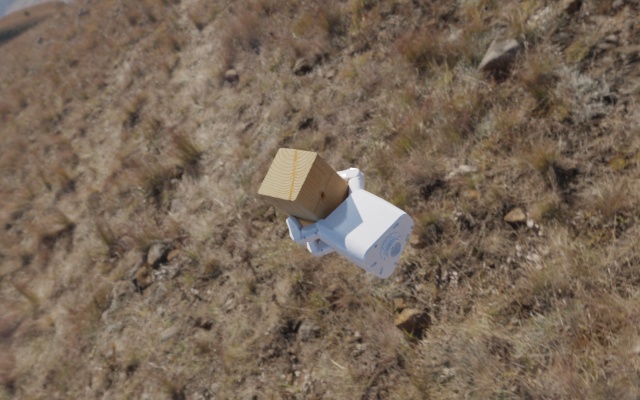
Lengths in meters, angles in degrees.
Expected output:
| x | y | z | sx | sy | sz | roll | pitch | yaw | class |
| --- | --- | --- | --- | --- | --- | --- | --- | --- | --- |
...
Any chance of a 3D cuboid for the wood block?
| x | y | z | sx | sy | sz | roll | pitch | yaw | class |
| --- | --- | --- | --- | --- | --- | --- | --- | --- | --- |
| 0.000 | 0.002 | 0.843 | 0.090 | 0.090 | 0.206 | 12 | -20 | 40 | wood block |
